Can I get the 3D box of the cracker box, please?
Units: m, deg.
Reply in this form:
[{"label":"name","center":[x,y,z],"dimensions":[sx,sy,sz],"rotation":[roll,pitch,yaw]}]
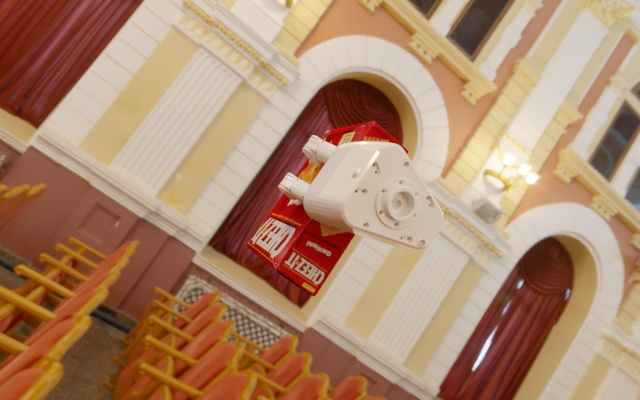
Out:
[{"label":"cracker box","center":[0.000,0.002,0.638],"dimensions":[0.072,0.213,0.164],"rotation":[37,-8,-19]}]
